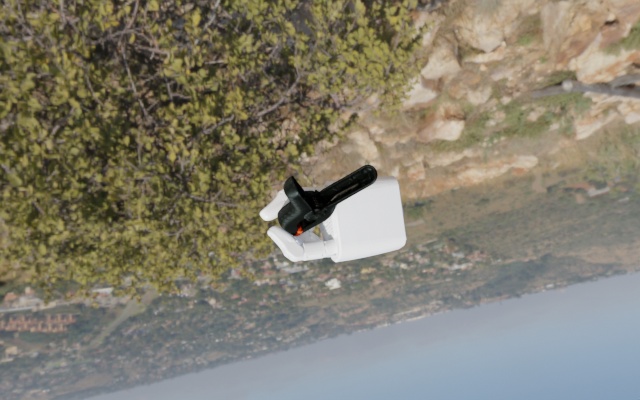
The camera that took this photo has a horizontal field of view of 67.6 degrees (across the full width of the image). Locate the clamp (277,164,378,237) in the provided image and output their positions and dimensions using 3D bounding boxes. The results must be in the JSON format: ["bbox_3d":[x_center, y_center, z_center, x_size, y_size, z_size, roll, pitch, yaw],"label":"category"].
[{"bbox_3d":[0.000,0.003,0.617,0.120,0.039,0.171,-8,-18,-16],"label":"clamp"}]
